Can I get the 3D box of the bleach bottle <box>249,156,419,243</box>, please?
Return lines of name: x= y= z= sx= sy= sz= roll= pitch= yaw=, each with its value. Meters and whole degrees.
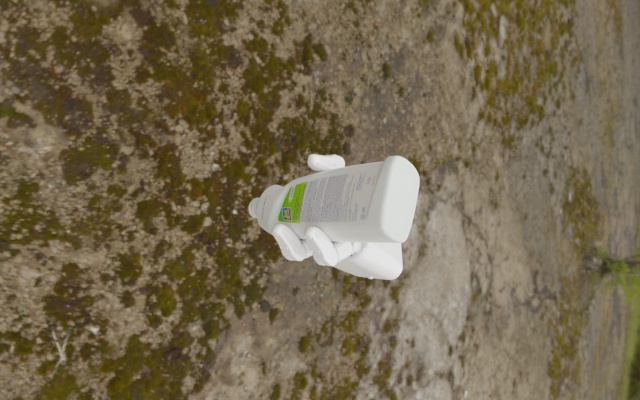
bleach bottle: x=0.000 y=0.002 z=0.629 sx=0.251 sy=0.102 sz=0.068 roll=-1 pitch=-23 yaw=41
